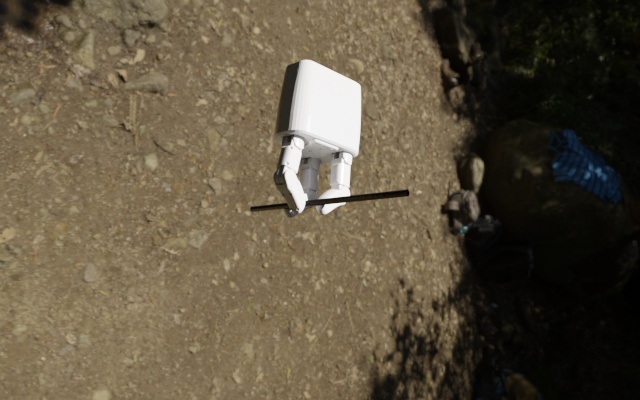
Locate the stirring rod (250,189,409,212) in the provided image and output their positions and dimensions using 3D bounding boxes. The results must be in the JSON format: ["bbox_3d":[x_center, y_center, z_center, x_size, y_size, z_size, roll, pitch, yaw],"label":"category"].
[{"bbox_3d":[0.000,0.002,0.596,0.239,0.011,0.011,-6,-4,37],"label":"stirring rod"}]
